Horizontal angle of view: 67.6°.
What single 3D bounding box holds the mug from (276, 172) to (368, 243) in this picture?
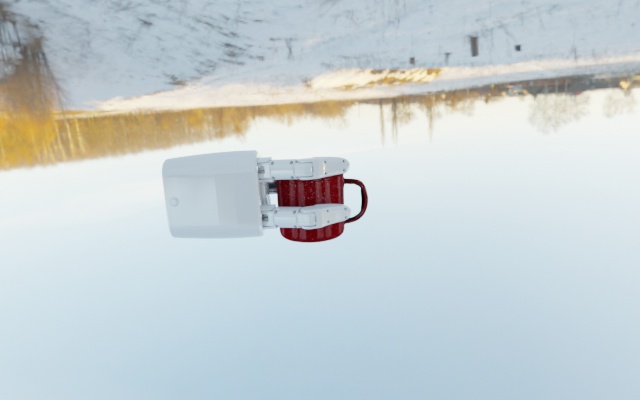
[{"bbox_3d":[0.002,0.002,0.589,0.117,0.081,0.093,-2,13,1],"label":"mug"}]
